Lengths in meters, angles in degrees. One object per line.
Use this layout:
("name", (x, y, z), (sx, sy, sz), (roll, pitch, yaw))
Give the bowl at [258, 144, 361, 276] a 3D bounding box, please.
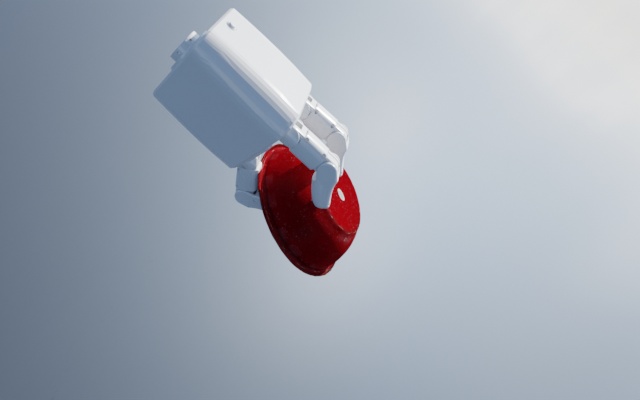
("bowl", (0.001, 0.002, 0.546), (0.055, 0.162, 0.162), (-21, -10, 26))
